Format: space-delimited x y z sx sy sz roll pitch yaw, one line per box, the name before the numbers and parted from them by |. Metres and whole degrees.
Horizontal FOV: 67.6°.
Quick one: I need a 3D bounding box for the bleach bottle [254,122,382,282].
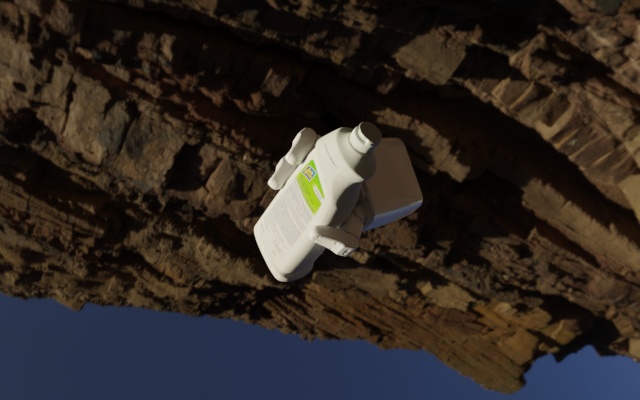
bleach bottle | 0.000 0.002 0.592 0.068 0.102 0.251 -14 -25 -39
